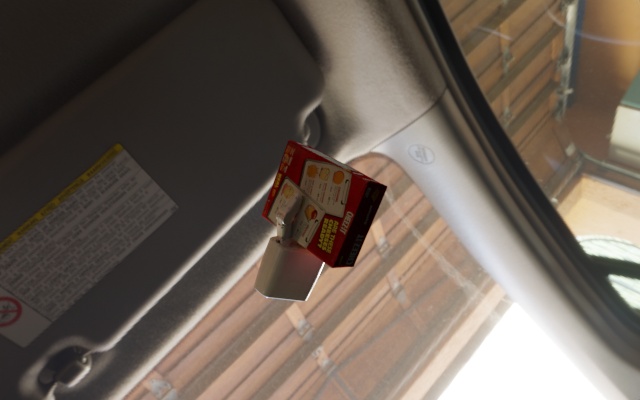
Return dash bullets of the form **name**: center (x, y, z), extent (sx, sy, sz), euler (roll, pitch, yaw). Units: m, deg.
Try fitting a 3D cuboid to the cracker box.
- **cracker box**: center (0.000, 0.003, 0.884), extent (0.213, 0.164, 0.072), euler (31, 16, 39)
